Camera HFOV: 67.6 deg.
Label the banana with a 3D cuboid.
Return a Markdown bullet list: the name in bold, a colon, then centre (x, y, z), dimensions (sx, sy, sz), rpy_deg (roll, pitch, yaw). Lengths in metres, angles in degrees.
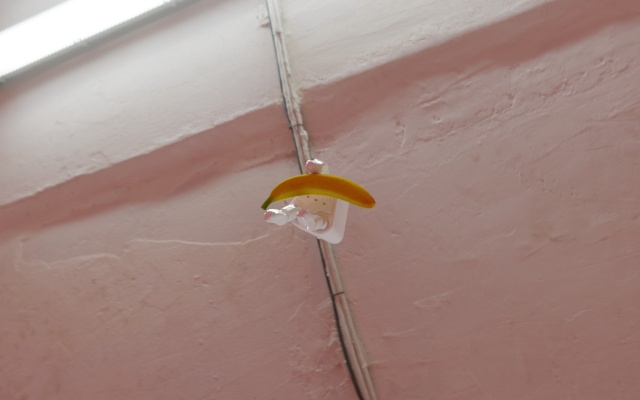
- **banana**: centre (-0.002, -0.015, 0.818), dimensions (0.198, 0.069, 0.037), rpy_deg (-2, -21, 16)
